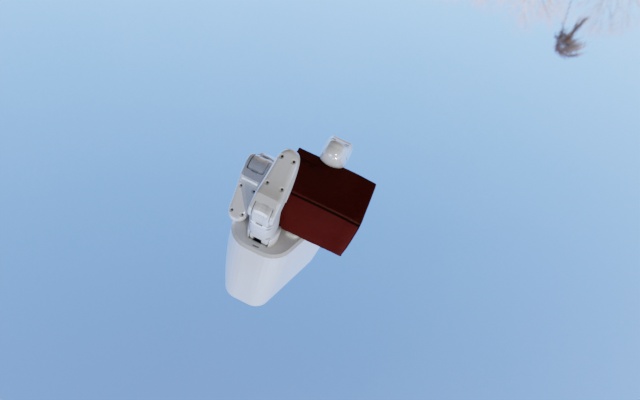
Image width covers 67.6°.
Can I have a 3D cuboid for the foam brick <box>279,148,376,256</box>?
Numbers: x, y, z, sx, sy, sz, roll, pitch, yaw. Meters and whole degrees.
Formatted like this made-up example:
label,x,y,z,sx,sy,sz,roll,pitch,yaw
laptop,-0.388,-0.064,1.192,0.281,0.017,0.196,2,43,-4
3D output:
label,x,y,z,sx,sy,sz,roll,pitch,yaw
foam brick,0.000,0.001,0.415,0.078,0.053,0.051,26,-41,3
